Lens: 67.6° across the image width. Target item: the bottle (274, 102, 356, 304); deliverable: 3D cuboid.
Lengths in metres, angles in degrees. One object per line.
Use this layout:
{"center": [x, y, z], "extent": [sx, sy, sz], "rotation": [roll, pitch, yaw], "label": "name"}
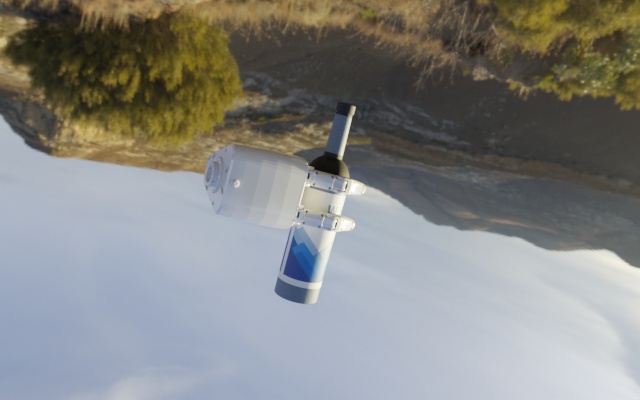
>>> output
{"center": [0.000, 0.003, 0.706], "extent": [0.069, 0.296, 0.069], "rotation": [15, 6, -2], "label": "bottle"}
